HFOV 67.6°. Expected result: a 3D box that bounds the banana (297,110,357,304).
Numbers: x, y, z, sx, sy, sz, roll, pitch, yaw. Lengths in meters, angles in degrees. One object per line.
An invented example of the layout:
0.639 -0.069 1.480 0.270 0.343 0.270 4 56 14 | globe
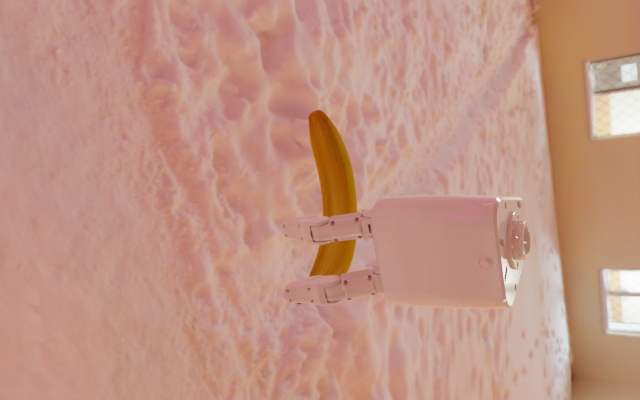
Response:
0.011 0.007 0.498 0.037 0.198 0.069 -2 -8 37 | banana
